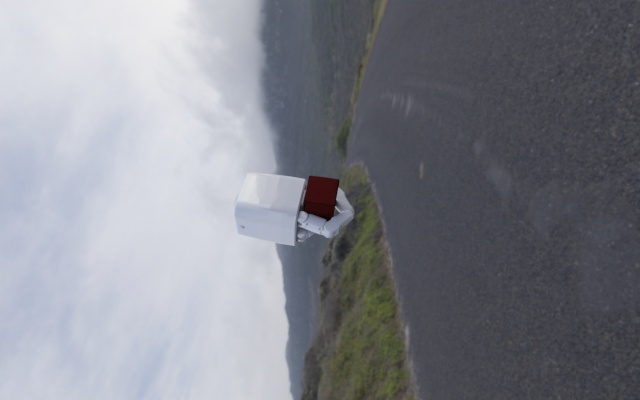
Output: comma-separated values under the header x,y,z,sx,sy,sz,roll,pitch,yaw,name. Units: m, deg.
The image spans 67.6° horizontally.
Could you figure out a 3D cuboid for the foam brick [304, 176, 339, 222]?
x,y,z,sx,sy,sz,roll,pitch,yaw,name
0.000,0.002,0.801,0.051,0.053,0.078,10,-32,2,foam brick
